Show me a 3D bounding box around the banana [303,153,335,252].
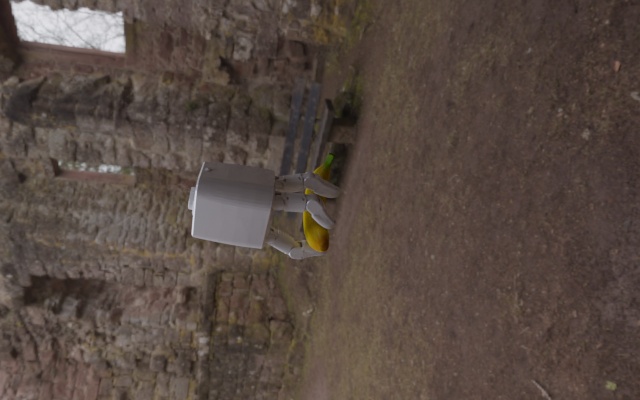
[{"bbox_3d":[-0.005,0.011,0.756,0.037,0.197,0.070,13,-41,-11],"label":"banana"}]
